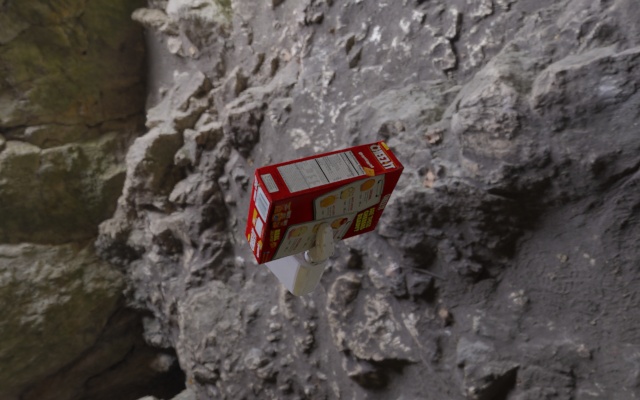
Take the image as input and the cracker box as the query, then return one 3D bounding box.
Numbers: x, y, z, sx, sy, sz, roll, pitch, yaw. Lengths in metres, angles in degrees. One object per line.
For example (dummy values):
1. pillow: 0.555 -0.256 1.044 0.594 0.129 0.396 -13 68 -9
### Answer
1. cracker box: 0.000 0.003 0.727 0.213 0.072 0.164 -15 -32 -24
